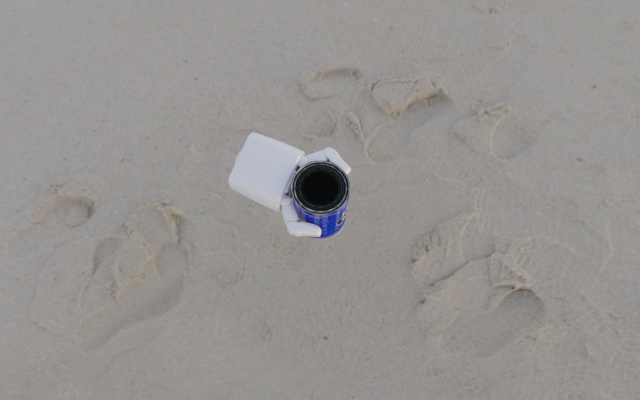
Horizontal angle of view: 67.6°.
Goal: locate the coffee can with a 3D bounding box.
[{"bbox_3d":[0.000,0.003,0.877,0.103,0.102,0.140,0,-22,0],"label":"coffee can"}]
